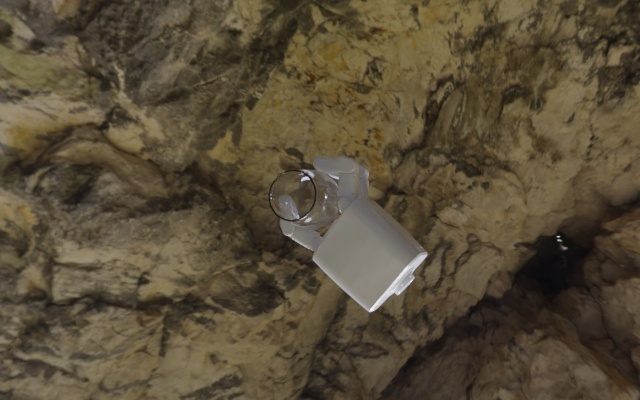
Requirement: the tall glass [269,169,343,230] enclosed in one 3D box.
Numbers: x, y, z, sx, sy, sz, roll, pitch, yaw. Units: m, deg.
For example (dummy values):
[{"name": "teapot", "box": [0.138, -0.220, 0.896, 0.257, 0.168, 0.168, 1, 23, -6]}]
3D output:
[{"name": "tall glass", "box": [0.000, 0.002, 0.656, 0.079, 0.079, 0.201, 0, -5, 20]}]
